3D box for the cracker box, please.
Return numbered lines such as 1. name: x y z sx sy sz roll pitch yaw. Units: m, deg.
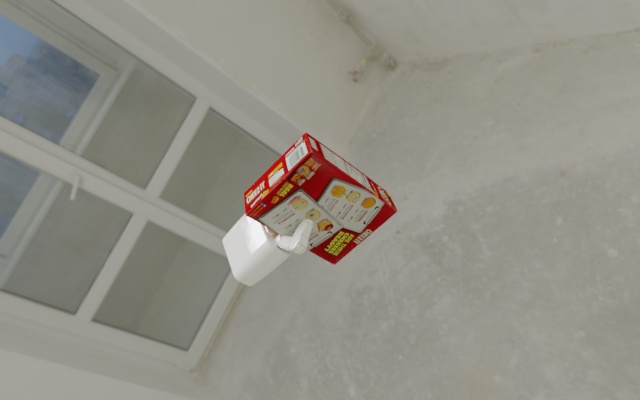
1. cracker box: 0.000 0.003 0.835 0.214 0.072 0.164 32 -64 -33
